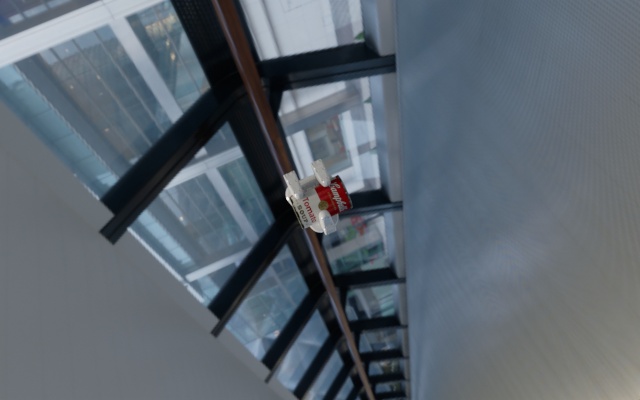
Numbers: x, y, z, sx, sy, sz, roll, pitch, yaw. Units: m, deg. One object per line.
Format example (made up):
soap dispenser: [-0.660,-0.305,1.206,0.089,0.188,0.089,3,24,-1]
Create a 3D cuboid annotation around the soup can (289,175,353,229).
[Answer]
soup can: [0.000,0.003,0.890,0.102,0.068,0.068,-24,1,-3]
